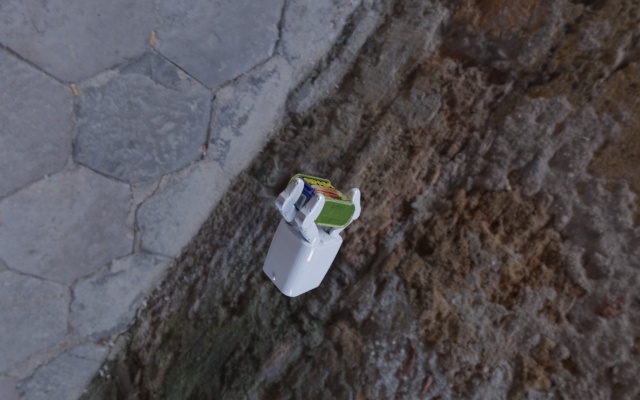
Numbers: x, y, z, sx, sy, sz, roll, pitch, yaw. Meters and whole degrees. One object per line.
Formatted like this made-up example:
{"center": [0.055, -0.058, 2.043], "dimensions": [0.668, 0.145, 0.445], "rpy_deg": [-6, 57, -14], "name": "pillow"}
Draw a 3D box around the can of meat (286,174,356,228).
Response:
{"center": [0.000, 0.003, 0.828], "dimensions": [0.102, 0.057, 0.084], "rpy_deg": [10, 23, -46], "name": "can of meat"}
